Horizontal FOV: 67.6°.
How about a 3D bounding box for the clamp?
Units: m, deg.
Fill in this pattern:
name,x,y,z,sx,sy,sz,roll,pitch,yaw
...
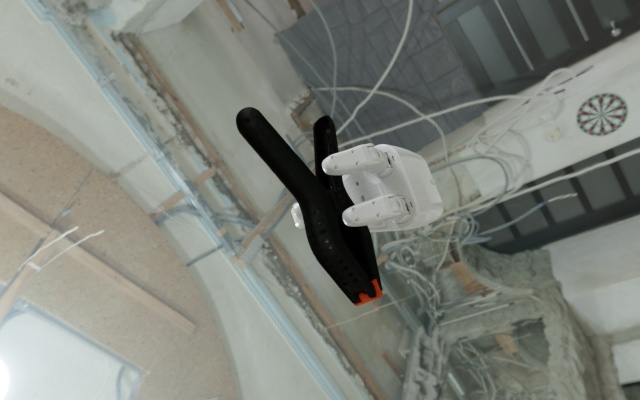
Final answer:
name,x,y,z,sx,sy,sz,roll,pitch,yaw
clamp,0.000,0.002,0.462,0.036,0.210,0.164,-26,-13,28
